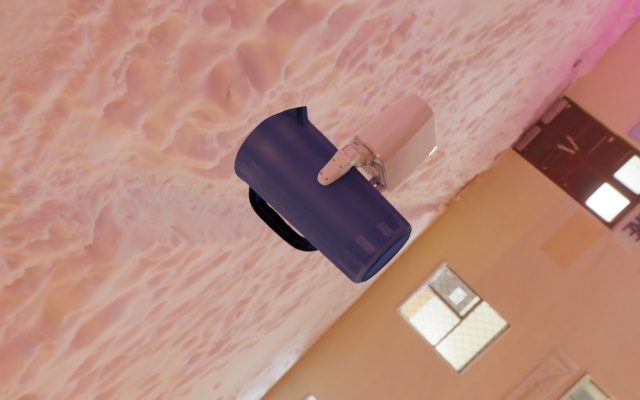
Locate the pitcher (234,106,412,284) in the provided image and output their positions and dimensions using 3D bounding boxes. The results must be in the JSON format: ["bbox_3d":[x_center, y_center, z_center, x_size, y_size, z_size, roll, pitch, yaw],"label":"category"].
[{"bbox_3d":[0.000,0.002,0.666,0.145,0.242,0.149,-42,-18,-10],"label":"pitcher"}]
